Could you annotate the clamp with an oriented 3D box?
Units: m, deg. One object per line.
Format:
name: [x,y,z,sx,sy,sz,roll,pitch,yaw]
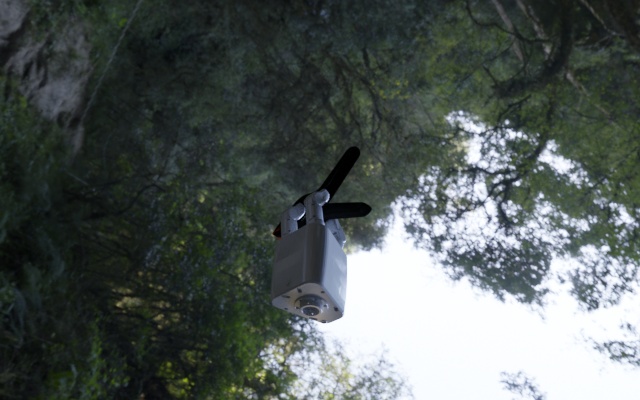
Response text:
clamp: [0.000,0.004,0.829,0.210,0.164,0.036,-32,-54,30]
